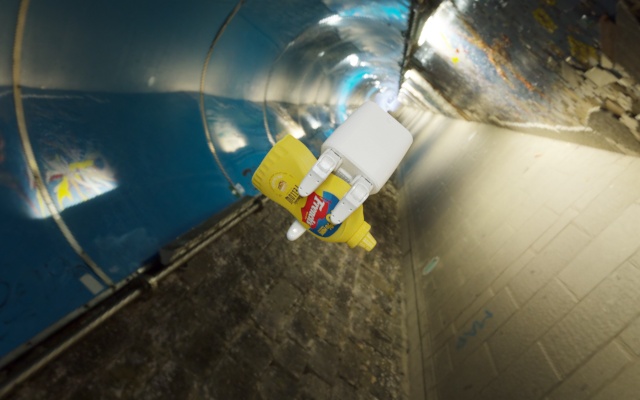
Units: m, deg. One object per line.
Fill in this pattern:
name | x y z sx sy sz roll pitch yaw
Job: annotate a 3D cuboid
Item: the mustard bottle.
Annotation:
mustard bottle | 0.000 0.002 0.664 0.096 0.191 0.058 -49 1 39
